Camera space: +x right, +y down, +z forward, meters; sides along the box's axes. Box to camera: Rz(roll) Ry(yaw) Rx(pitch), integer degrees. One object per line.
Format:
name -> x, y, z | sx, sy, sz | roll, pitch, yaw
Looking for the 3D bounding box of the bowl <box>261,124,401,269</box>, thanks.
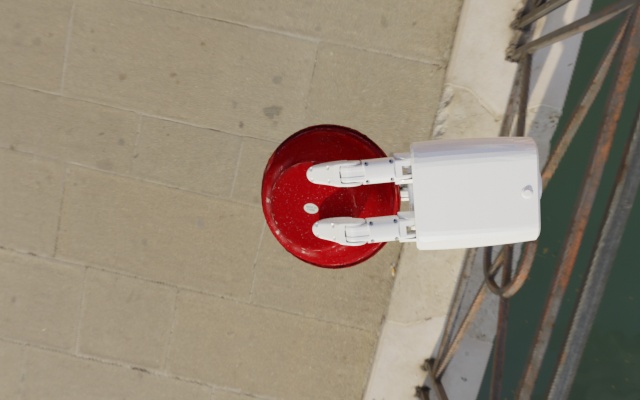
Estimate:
bowl -> -0.001, 0.002, 0.502 | 0.162, 0.162, 0.055 | 0, 10, 19
